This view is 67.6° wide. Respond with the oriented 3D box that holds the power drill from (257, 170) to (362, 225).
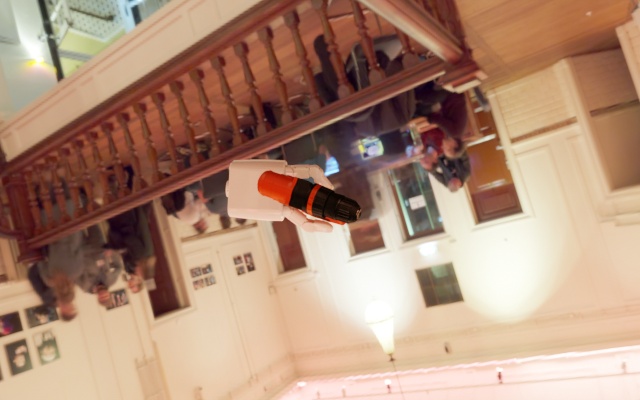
[{"bbox_3d":[0.000,0.003,0.849,0.184,0.057,0.188,21,-3,18],"label":"power drill"}]
